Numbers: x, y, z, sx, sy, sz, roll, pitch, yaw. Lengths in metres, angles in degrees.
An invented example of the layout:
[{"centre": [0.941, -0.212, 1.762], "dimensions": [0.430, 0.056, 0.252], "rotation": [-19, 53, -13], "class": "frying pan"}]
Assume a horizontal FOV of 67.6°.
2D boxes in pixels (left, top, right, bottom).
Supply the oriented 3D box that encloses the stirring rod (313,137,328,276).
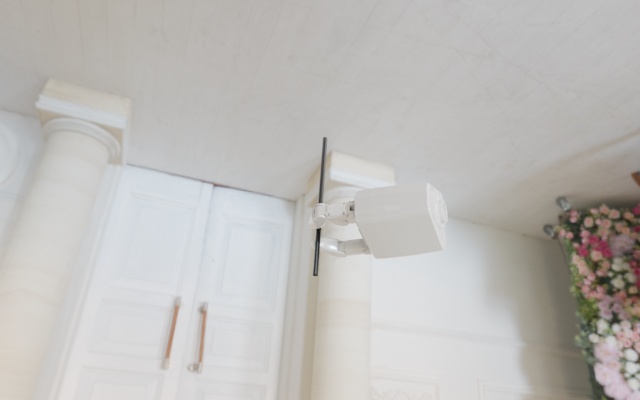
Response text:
[{"centre": [0.000, 0.002, 0.755], "dimensions": [0.011, 0.239, 0.011], "rotation": [3, -26, 2], "class": "stirring rod"}]
